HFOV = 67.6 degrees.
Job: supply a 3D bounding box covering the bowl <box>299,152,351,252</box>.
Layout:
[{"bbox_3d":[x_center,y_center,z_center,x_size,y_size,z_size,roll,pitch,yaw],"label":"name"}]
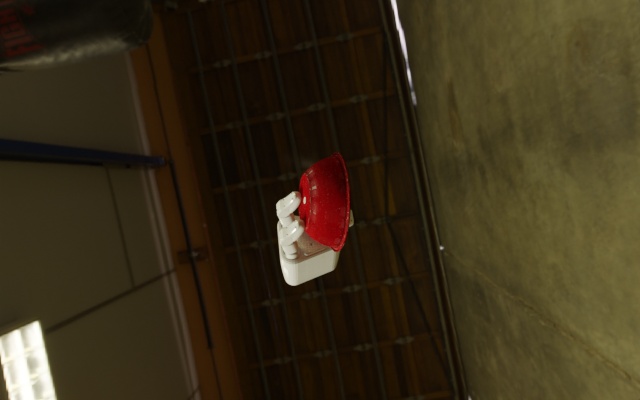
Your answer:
[{"bbox_3d":[0.000,0.002,0.766,0.055,0.162,0.162,0,0,-14],"label":"bowl"}]
